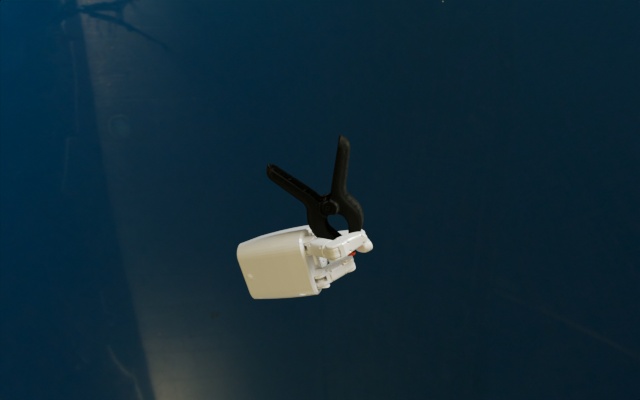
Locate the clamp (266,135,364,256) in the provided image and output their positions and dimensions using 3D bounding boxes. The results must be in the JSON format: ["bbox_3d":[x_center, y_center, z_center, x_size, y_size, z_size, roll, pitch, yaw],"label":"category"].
[{"bbox_3d":[0.000,0.002,0.662,0.120,0.171,0.039,-10,19,18],"label":"clamp"}]
